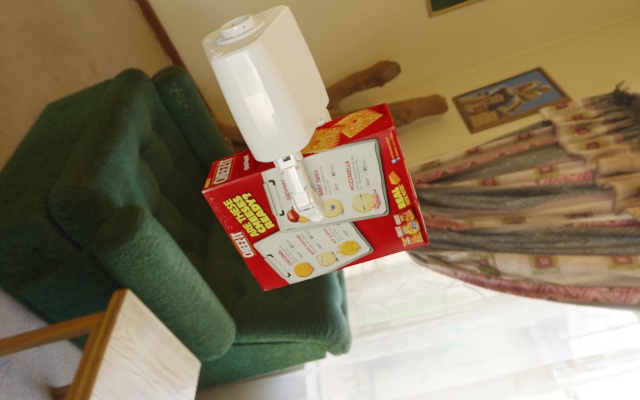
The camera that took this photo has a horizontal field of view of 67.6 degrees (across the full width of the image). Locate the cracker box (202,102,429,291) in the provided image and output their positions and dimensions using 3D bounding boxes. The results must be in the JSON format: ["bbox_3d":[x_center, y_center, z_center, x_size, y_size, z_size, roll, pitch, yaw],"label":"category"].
[{"bbox_3d":[0.000,0.002,0.556,0.214,0.164,0.072,-17,33,11],"label":"cracker box"}]
